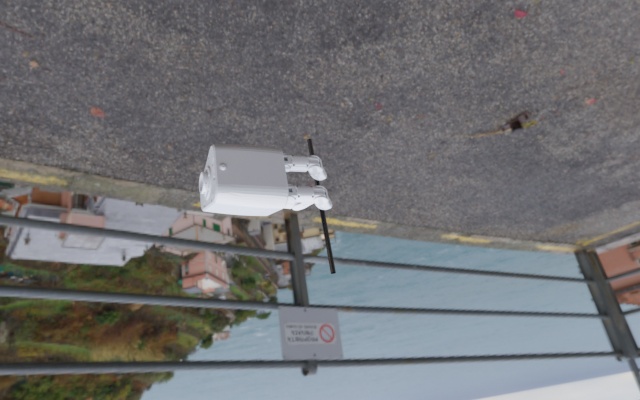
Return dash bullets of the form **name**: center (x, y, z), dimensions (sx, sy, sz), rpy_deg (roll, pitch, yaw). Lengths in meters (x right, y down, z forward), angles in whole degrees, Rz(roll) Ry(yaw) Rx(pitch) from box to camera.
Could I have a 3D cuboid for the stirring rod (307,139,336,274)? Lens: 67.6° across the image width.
- **stirring rod**: center (0.000, 0.002, 0.771), dimensions (0.011, 0.239, 0.011), rpy_deg (-8, -25, -4)
